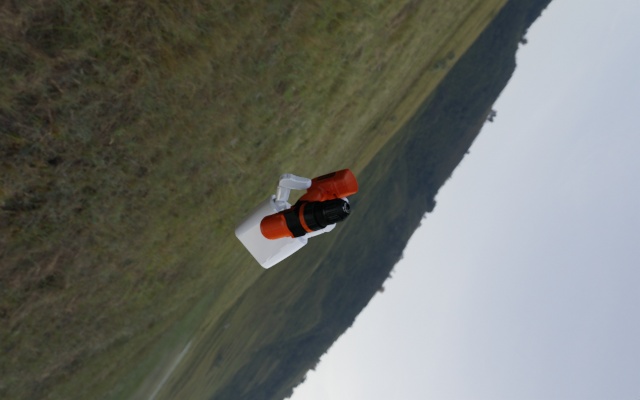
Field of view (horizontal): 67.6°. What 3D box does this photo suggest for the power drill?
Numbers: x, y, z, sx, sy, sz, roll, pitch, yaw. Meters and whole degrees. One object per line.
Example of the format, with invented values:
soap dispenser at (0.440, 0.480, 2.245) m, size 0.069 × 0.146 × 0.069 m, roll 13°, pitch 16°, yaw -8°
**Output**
power drill at (0.000, 0.003, 0.879) m, size 0.184 × 0.057 × 0.187 m, roll -14°, pitch 16°, yaw 33°
